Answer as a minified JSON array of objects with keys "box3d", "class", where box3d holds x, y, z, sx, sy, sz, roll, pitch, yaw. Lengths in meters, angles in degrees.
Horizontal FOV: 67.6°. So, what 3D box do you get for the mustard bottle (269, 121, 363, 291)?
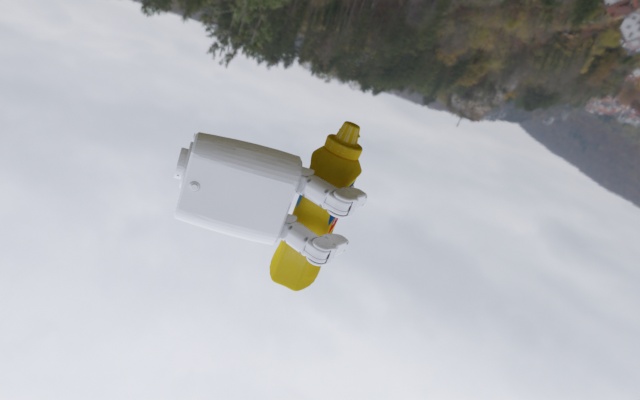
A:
[{"box3d":[0.000,0.002,0.538,0.058,0.192,0.096,24,21,6],"class":"mustard bottle"}]
